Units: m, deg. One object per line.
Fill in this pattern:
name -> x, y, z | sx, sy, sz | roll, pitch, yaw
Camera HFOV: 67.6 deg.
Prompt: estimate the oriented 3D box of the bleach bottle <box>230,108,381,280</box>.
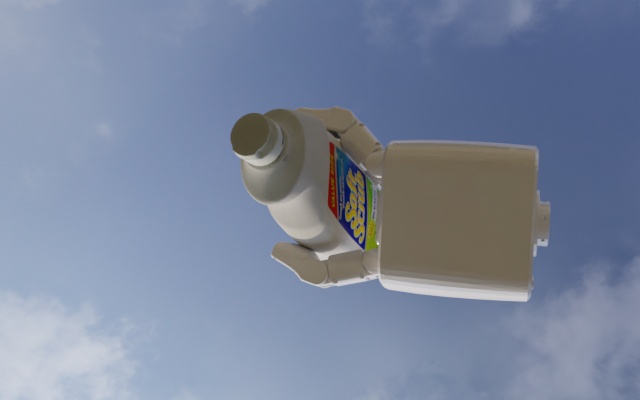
bleach bottle -> 0.000, 0.001, 0.403 | 0.068, 0.102, 0.251 | 4, -14, 23
